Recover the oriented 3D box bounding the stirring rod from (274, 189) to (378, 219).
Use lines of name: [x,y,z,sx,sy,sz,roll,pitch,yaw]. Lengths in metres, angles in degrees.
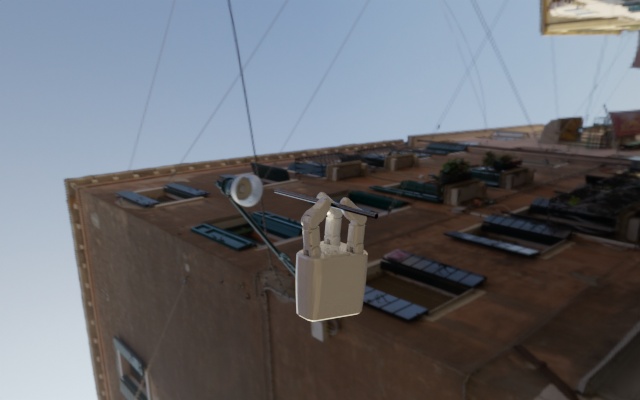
stirring rod: [0.000,0.003,0.779,0.011,0.011,0.239,0,10,-43]
